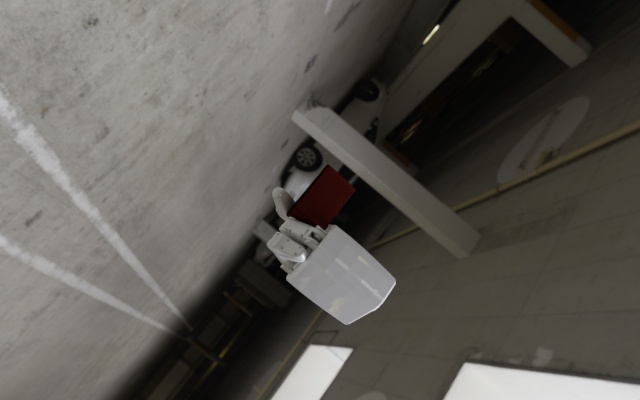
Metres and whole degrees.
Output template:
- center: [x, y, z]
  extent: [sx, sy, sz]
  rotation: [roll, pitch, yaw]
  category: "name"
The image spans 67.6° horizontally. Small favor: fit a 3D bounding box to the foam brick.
- center: [0.000, 0.002, 0.640]
  extent: [0.051, 0.078, 0.053]
  rotation: [39, -21, -1]
  category: "foam brick"
